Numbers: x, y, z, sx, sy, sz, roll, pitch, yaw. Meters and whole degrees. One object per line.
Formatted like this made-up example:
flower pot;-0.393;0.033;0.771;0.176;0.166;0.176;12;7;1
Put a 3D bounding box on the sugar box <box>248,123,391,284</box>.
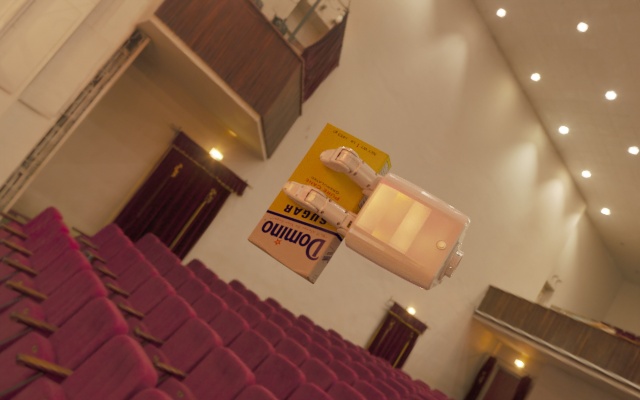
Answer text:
sugar box;0.000;0.002;0.581;0.093;0.176;0.048;30;-11;20
